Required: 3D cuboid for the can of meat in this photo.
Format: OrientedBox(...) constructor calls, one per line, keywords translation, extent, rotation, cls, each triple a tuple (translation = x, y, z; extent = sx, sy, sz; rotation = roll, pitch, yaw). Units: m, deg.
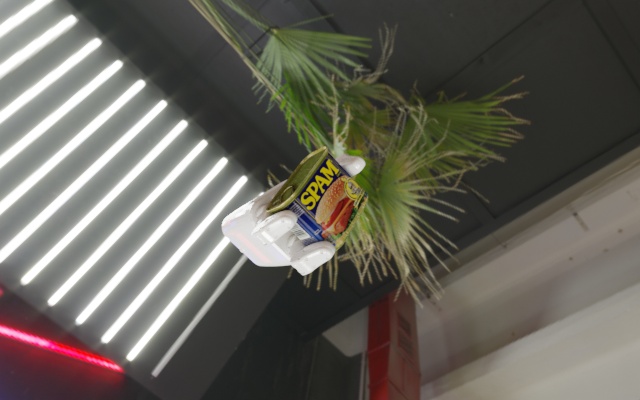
OrientedBox(translation=(0.000, 0.002, 0.560), extent=(0.084, 0.102, 0.057), rotation=(46, -34, -17), cls="can of meat")
